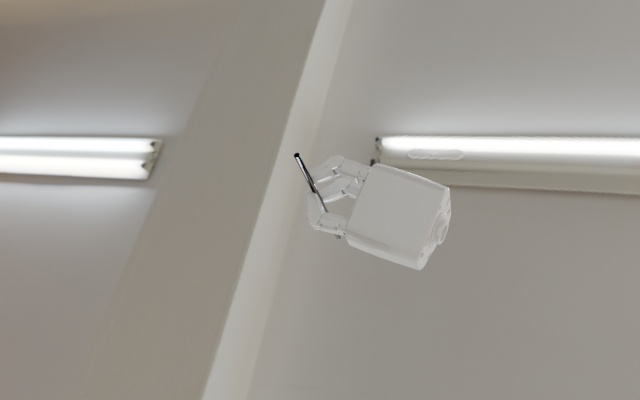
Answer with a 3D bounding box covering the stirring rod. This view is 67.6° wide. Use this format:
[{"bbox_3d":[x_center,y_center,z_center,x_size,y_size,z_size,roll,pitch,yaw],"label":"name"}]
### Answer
[{"bbox_3d":[0.000,0.002,0.715,0.011,0.011,0.240,0,-30,17],"label":"stirring rod"}]
